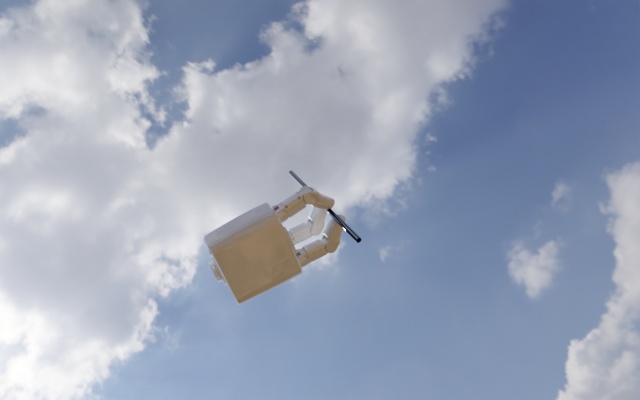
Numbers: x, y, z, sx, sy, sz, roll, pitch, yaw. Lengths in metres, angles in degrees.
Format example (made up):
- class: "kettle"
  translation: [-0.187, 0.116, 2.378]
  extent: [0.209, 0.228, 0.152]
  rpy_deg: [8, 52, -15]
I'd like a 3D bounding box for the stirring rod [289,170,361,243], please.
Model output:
- class: "stirring rod"
  translation: [0.000, 0.002, 0.743]
  extent: [0.011, 0.011, 0.239]
  rpy_deg: [0, 25, -29]
